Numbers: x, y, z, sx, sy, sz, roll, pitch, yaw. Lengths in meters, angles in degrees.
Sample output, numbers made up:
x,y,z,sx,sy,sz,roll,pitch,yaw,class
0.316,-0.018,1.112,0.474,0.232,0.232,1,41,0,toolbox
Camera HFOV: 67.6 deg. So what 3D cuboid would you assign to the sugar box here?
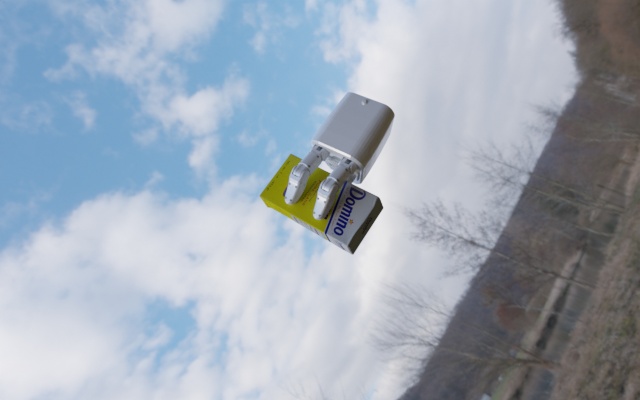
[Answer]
x,y,z,sx,sy,sz,roll,pitch,yaw,class
0.000,0.002,0.752,0.176,0.093,0.048,26,-16,28,sugar box
